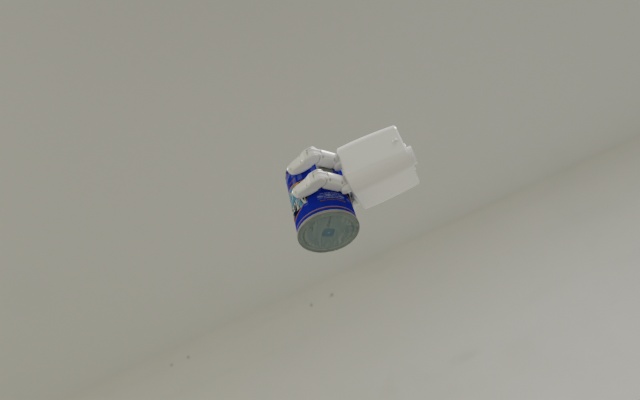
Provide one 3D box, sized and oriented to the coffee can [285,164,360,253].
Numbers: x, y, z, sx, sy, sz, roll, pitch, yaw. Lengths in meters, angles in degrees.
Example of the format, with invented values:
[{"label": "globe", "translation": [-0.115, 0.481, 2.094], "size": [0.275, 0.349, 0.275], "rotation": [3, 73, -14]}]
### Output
[{"label": "coffee can", "translation": [0.000, 0.003, 0.812], "size": [0.103, 0.140, 0.103], "rotation": [-8, -42, -8]}]
